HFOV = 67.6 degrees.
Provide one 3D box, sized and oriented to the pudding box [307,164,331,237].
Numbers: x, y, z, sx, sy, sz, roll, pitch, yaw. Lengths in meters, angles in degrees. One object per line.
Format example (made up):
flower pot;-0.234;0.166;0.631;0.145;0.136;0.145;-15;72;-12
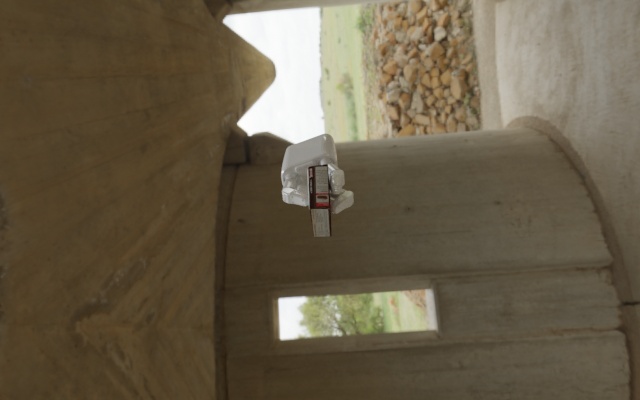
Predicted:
pudding box;0.000;0.003;0.854;0.039;0.090;0.114;-5;-29;3
